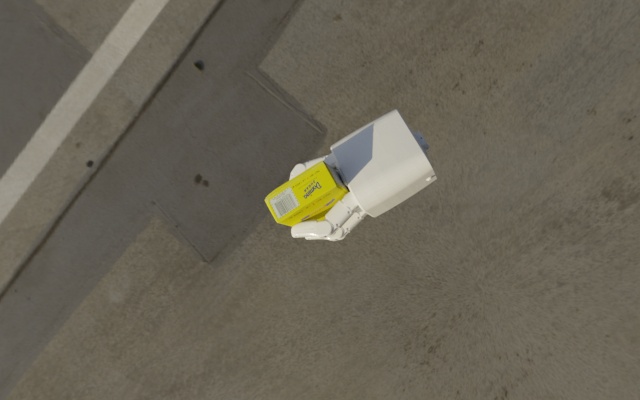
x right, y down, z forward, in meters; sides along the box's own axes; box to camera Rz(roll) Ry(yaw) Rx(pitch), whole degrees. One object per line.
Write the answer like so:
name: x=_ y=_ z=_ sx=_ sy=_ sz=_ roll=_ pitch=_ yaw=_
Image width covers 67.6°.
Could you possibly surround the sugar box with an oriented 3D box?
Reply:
sugar box: x=0.000 y=0.003 z=0.677 sx=0.093 sy=0.048 sz=0.176 roll=-32 pitch=-19 yaw=11
